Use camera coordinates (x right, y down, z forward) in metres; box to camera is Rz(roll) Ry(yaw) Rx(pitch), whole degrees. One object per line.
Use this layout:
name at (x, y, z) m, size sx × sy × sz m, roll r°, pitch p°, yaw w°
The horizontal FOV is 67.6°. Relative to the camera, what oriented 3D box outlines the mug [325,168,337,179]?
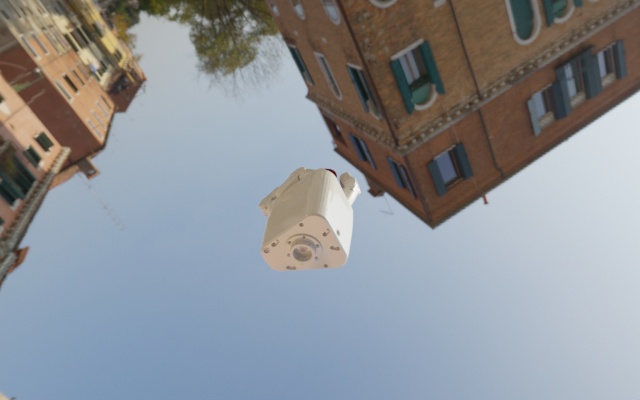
mug at (0.000, 0.002, 0.762) m, size 0.093 × 0.081 × 0.117 m, roll -18°, pitch 29°, yaw 19°
